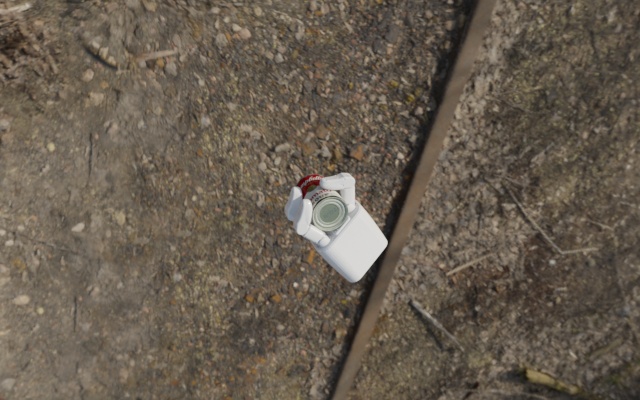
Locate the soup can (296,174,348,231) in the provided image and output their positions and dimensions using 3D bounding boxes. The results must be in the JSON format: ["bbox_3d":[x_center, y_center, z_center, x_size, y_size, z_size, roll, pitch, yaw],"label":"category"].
[{"bbox_3d":[0.000,0.002,0.842,0.068,0.068,0.102,0,24,-21],"label":"soup can"}]
